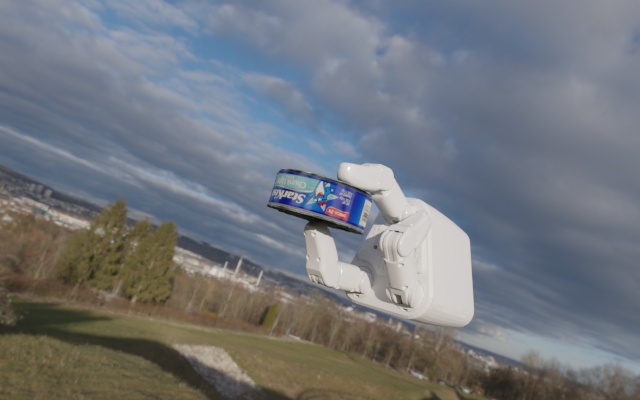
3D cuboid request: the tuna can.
[{"bbox_3d":[0.000,0.001,0.407,0.086,0.033,0.086,16,-6,2],"label":"tuna can"}]
